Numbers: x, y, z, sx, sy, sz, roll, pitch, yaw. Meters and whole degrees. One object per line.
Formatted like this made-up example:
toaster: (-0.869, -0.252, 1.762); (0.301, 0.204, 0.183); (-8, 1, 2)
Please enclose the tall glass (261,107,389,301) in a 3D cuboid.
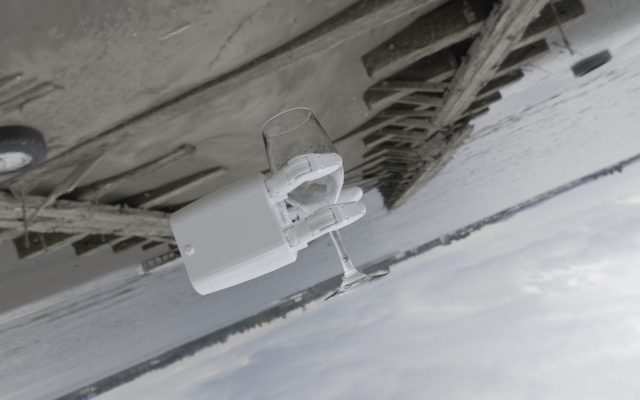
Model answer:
tall glass: (0.000, 0.002, 0.519); (0.079, 0.201, 0.079); (-22, -9, -4)
